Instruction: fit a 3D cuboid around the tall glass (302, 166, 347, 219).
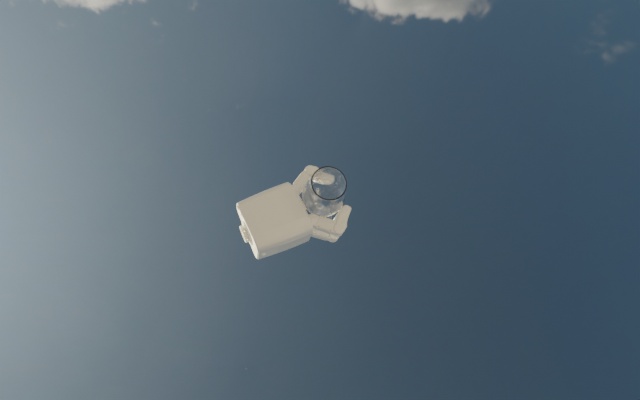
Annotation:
[{"bbox_3d":[0.000,0.003,0.896,0.079,0.079,0.201,0,-19,-9],"label":"tall glass"}]
